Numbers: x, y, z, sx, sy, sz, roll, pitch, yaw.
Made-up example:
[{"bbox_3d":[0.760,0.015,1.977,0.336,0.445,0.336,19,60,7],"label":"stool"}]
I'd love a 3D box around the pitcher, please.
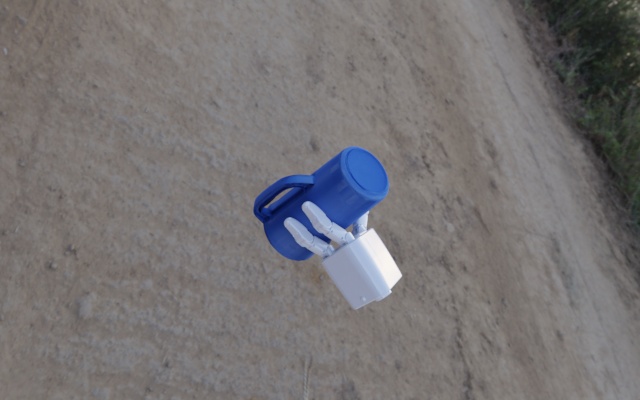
[{"bbox_3d":[0.000,0.003,0.875,0.149,0.145,0.243,-25,-10,-48],"label":"pitcher"}]
